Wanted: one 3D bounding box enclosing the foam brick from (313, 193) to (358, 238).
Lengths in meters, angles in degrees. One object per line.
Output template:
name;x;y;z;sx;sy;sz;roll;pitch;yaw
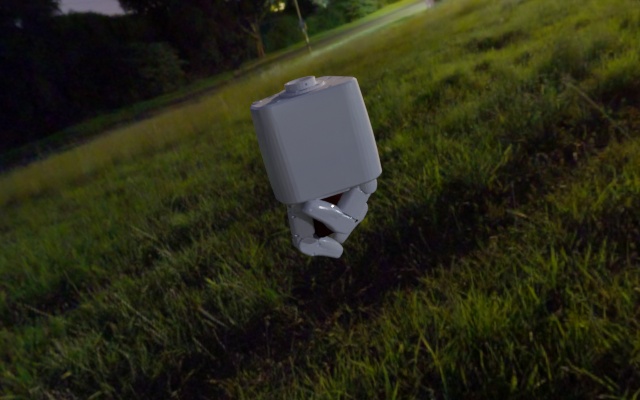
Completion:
foam brick;0.000;0.002;0.562;0.053;0.051;0.078;-24;23;-18
